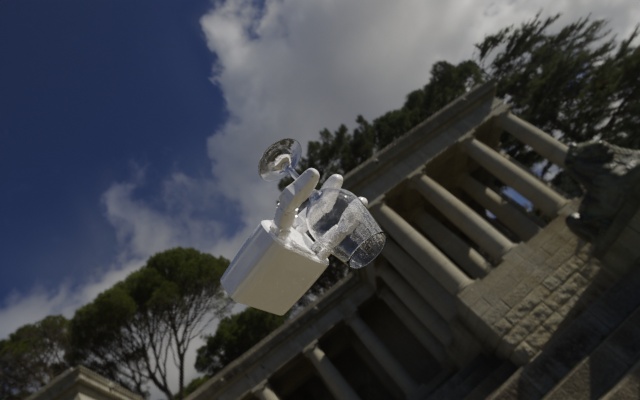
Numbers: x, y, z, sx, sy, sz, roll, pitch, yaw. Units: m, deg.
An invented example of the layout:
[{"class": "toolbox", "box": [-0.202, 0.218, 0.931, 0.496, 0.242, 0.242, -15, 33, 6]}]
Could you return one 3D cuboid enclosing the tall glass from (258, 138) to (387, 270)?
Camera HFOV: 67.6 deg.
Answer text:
[{"class": "tall glass", "box": [0.000, 0.002, 0.636, 0.079, 0.079, 0.201, 0, 37, -48]}]
